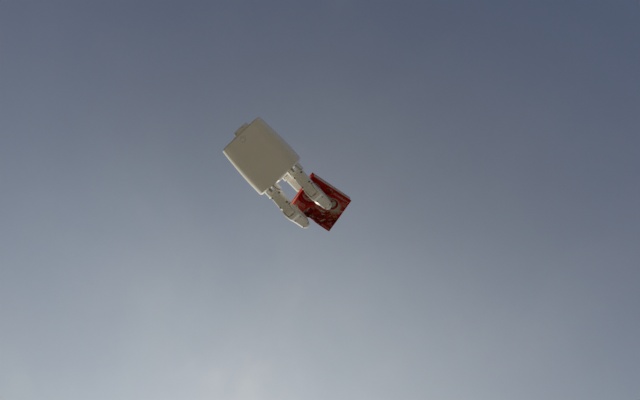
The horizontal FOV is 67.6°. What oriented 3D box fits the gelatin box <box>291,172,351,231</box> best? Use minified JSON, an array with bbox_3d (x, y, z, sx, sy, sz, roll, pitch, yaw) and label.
[{"bbox_3d":[0.000,0.003,0.887,0.089,0.073,0.030,33,12,-11],"label":"gelatin box"}]
